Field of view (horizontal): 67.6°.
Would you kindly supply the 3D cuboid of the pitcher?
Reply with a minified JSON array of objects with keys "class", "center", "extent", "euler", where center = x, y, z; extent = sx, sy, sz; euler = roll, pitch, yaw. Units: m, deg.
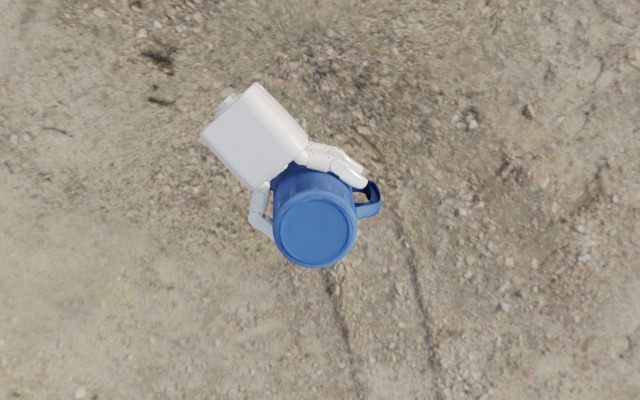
[{"class":"pitcher","center":[0.000,0.002,0.706],"extent":[0.149,0.145,0.242],"euler":[-40,15,10]}]
